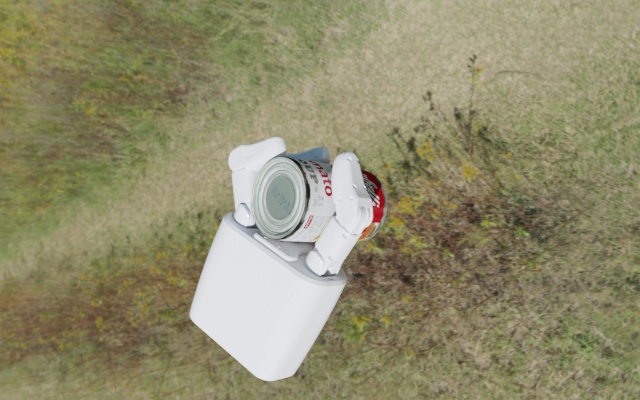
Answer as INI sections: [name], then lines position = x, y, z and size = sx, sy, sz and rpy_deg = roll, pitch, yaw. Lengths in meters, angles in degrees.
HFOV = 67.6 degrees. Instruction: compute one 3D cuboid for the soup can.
[soup can]
position = 0.000, 0.001, 0.409
size = 0.068, 0.068, 0.102
rpy_deg = 0, -4, 43
